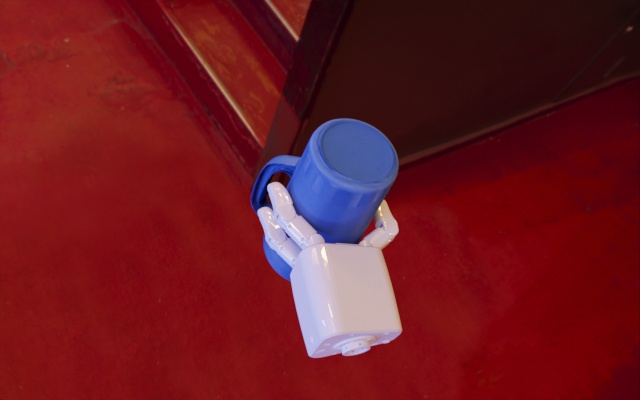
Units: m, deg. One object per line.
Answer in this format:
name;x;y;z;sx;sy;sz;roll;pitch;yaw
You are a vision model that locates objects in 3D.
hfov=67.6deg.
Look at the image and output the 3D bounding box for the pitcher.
pitcher;0.000;0.002;0.634;0.149;0.145;0.243;-2;-31;-20
